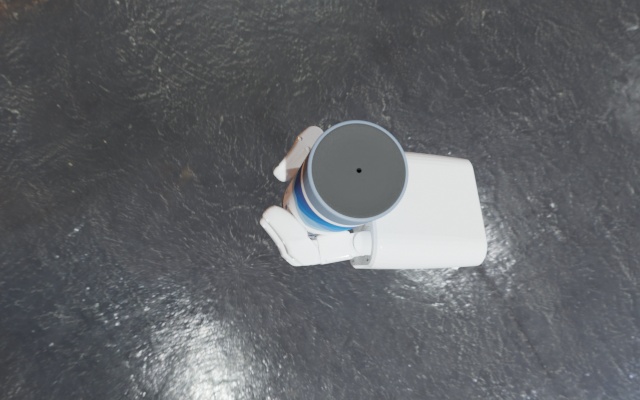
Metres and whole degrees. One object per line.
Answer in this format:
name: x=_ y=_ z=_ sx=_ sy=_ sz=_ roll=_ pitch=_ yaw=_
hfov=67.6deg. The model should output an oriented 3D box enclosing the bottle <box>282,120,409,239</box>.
bottle: x=0.000 y=0.001 z=0.446 sx=0.069 sy=0.069 sz=0.296 roll=0 pitch=-8 yaw=-10
